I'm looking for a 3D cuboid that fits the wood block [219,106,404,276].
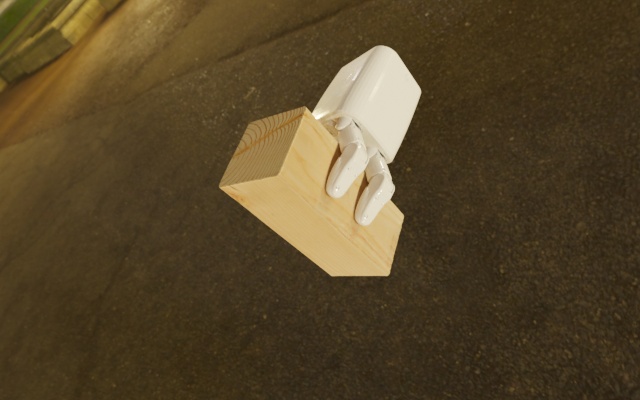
[{"bbox_3d":[0.000,0.001,0.546,0.091,0.090,0.206,-7,-38,40],"label":"wood block"}]
